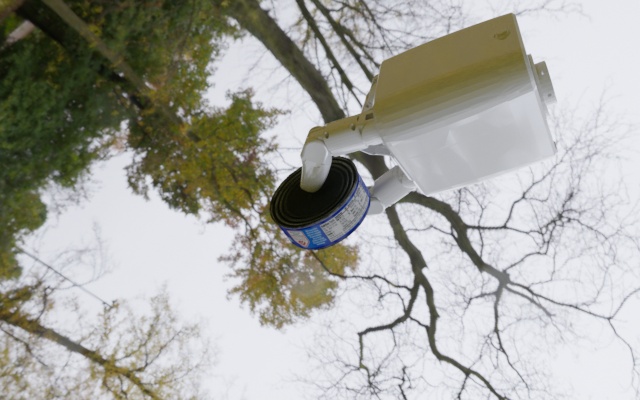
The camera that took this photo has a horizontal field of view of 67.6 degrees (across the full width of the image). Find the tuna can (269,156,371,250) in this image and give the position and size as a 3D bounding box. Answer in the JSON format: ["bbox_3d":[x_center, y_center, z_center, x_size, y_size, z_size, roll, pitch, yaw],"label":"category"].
[{"bbox_3d":[0.000,0.002,0.422,0.086,0.086,0.034,0,-42,38],"label":"tuna can"}]
